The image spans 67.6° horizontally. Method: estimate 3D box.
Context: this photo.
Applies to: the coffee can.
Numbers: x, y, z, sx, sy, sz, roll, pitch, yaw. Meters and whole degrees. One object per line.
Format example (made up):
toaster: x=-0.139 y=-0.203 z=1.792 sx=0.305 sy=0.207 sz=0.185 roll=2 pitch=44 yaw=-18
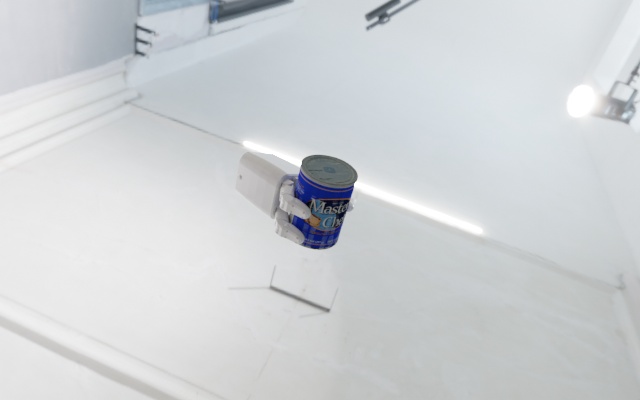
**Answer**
coffee can: x=0.000 y=0.003 z=0.861 sx=0.103 sy=0.140 sz=0.102 roll=11 pitch=32 yaw=-7
